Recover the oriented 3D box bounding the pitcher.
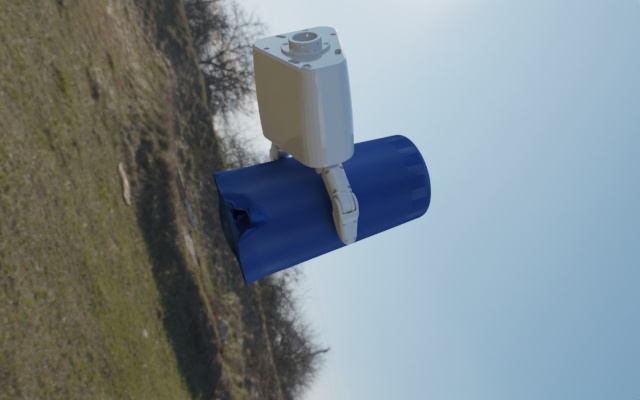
[{"bbox_3d":[0.000,0.002,0.581,0.243,0.145,0.149,-16,40,-13],"label":"pitcher"}]
